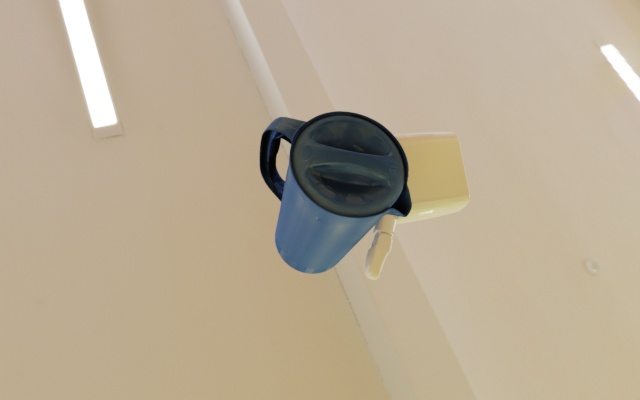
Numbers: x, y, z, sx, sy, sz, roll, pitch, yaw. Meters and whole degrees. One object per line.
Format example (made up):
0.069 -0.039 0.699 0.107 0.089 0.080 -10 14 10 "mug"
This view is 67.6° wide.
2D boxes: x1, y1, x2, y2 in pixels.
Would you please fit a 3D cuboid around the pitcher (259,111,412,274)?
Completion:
0.000 0.002 0.611 0.145 0.149 0.243 -8 -24 -17 "pitcher"
